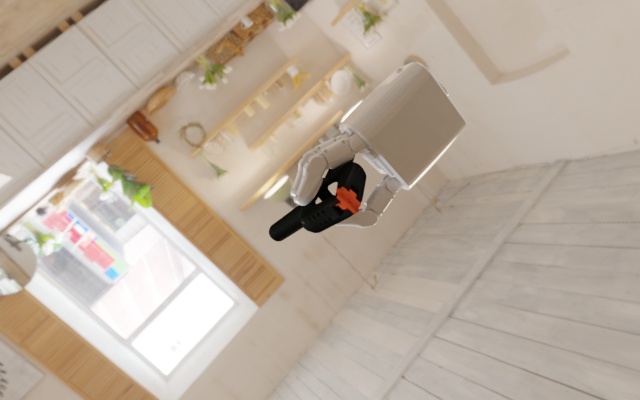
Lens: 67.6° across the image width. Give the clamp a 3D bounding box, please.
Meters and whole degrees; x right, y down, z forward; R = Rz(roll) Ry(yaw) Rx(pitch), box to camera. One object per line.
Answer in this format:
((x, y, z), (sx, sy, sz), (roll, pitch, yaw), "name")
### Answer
((0.001, 0.002, 0.573), (0.036, 0.164, 0.210), (41, 1, -12), "clamp")
